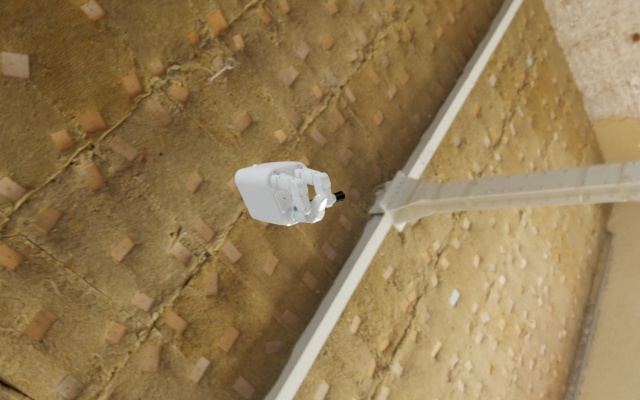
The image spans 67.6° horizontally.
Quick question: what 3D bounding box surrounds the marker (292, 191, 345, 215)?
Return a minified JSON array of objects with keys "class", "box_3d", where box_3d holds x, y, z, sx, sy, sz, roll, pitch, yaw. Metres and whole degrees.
[{"class":"marker","box_3d":[0.000,0.003,0.851,0.121,0.020,0.020,-17,12,-42]}]
